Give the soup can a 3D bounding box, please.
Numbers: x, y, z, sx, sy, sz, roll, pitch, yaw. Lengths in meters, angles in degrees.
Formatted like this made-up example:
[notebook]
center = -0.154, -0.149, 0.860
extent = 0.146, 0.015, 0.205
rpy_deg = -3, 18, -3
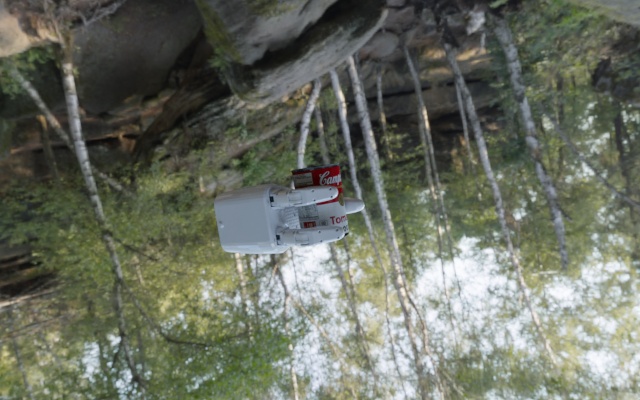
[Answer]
[soup can]
center = 0.001, 0.002, 0.671
extent = 0.068, 0.102, 0.068
rpy_deg = -9, 4, 1
